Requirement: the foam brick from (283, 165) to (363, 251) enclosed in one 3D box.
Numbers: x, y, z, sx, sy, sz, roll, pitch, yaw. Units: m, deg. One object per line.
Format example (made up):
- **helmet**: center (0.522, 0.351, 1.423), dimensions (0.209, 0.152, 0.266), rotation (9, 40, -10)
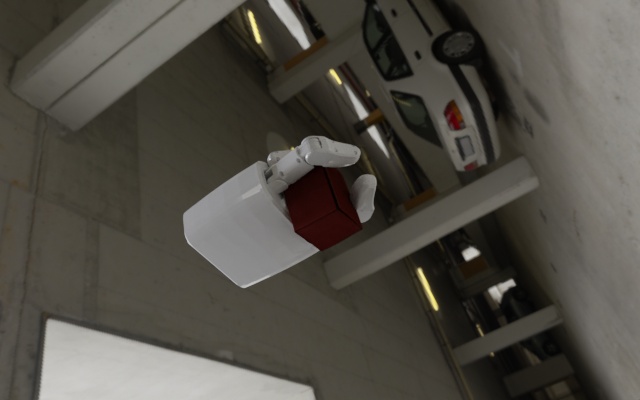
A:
- **foam brick**: center (0.000, 0.002, 0.482), dimensions (0.051, 0.078, 0.053), rotation (-31, -40, 15)
